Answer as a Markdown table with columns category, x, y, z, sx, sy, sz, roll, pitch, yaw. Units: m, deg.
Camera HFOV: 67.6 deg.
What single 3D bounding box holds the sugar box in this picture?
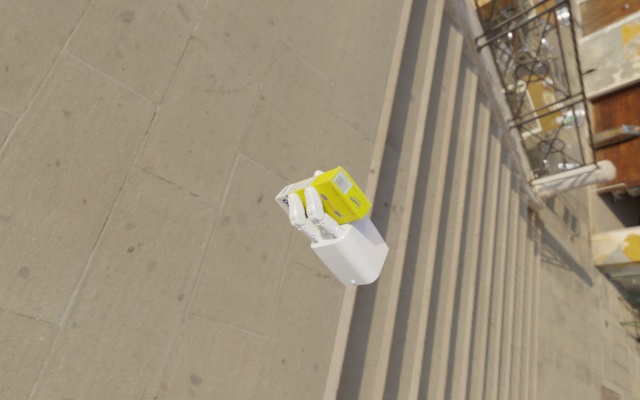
| category | x | y | z | sx | sy | sz | roll | pitch | yaw |
| --- | --- | --- | --- | --- | --- | --- | --- | --- | --- |
| sugar box | 0.000 | 0.003 | 0.867 | 0.176 | 0.093 | 0.048 | -19 | 26 | 50 |
